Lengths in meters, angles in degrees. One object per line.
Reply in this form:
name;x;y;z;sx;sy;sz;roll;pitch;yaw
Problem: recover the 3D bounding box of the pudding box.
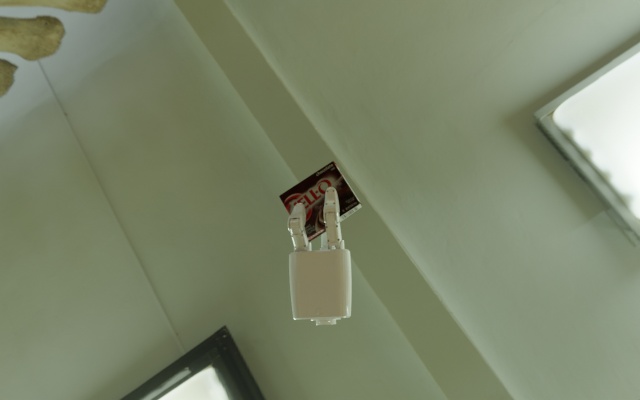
pudding box;0.000;0.003;0.800;0.113;0.090;0.039;-32;-18;3
